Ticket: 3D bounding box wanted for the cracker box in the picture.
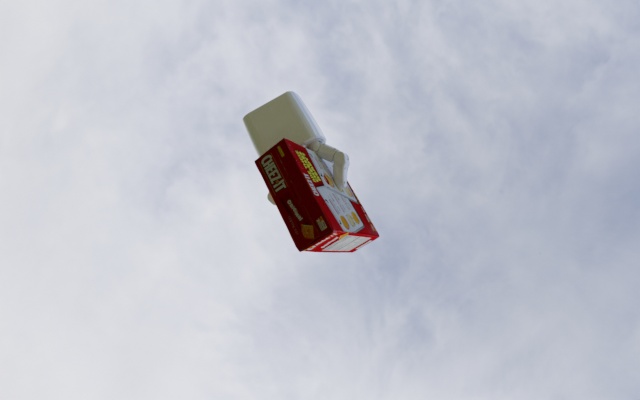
[{"bbox_3d":[0.000,0.002,0.784,0.072,0.164,0.214,-34,-18,18],"label":"cracker box"}]
